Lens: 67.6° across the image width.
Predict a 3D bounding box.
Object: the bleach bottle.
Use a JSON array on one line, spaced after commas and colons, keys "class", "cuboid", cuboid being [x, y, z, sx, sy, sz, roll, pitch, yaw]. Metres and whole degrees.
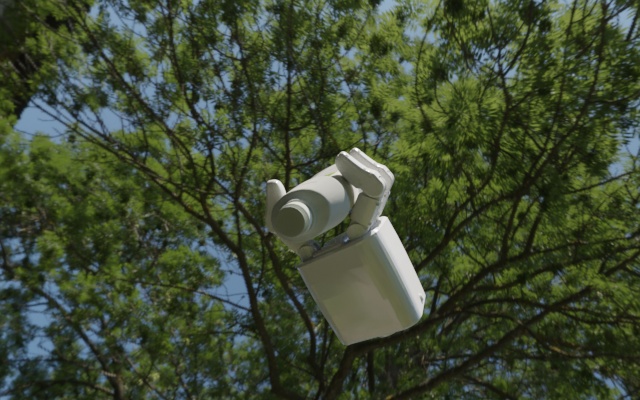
[{"class": "bleach bottle", "cuboid": [0.000, 0.002, 0.542, 0.102, 0.068, 0.251, -28, 1, 19]}]
